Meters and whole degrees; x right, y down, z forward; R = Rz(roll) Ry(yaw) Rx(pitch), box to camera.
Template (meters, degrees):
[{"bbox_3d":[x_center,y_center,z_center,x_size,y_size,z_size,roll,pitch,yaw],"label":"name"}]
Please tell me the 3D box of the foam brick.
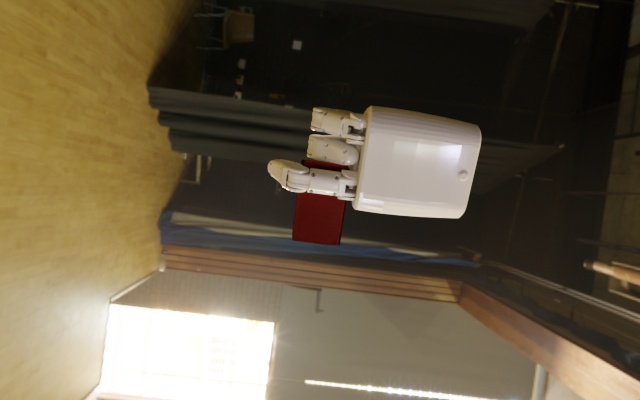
[{"bbox_3d":[0.000,0.002,0.500,0.051,0.078,0.053,7,16,-3],"label":"foam brick"}]
